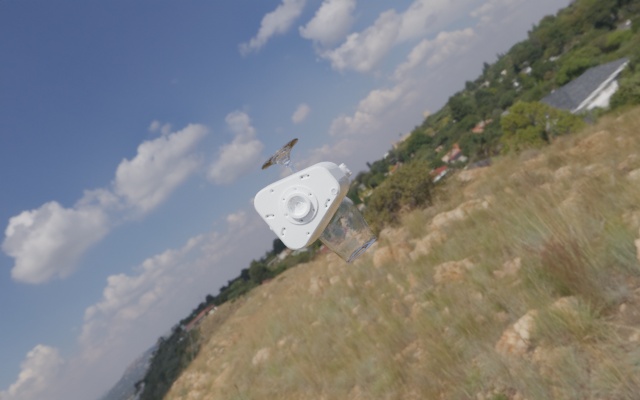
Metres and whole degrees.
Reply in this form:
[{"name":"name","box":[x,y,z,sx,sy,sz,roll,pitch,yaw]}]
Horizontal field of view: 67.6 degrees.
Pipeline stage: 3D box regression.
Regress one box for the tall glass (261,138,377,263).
[{"name":"tall glass","box":[0.000,0.002,0.746,0.079,0.201,0.079,-40,-1,-1]}]
